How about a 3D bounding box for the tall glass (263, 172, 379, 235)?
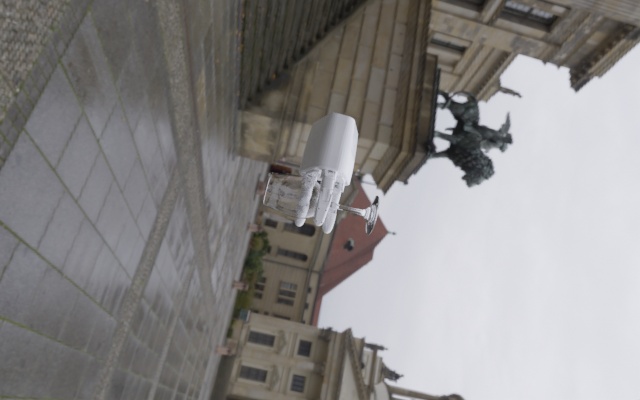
[{"bbox_3d":[0.001,0.003,0.867,0.201,0.079,0.079,14,-1,-5],"label":"tall glass"}]
